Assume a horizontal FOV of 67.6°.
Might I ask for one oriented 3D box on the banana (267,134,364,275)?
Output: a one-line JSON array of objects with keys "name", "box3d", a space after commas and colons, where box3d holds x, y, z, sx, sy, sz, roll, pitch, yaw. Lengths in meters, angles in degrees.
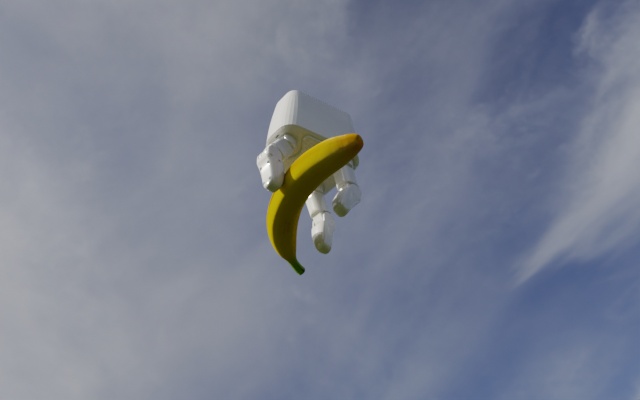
[{"name": "banana", "box3d": [-0.018, -0.002, 0.532, 0.069, 0.198, 0.037, 21, 35, -4]}]
